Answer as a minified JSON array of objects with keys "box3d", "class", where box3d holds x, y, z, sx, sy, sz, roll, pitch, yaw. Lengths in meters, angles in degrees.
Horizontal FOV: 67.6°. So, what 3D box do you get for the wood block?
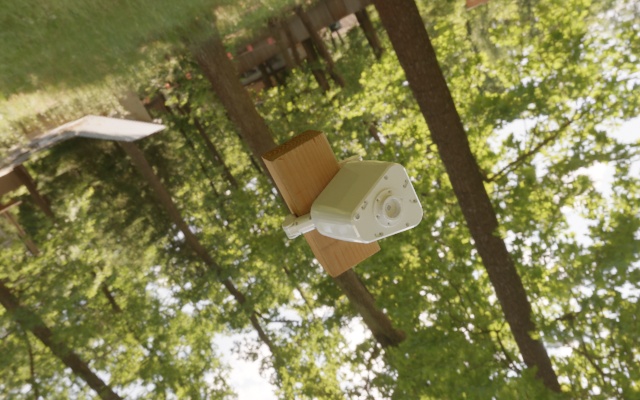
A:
[{"box3d":[0.000,0.003,0.747,0.091,0.206,0.090,-30,17,-9],"class":"wood block"}]
